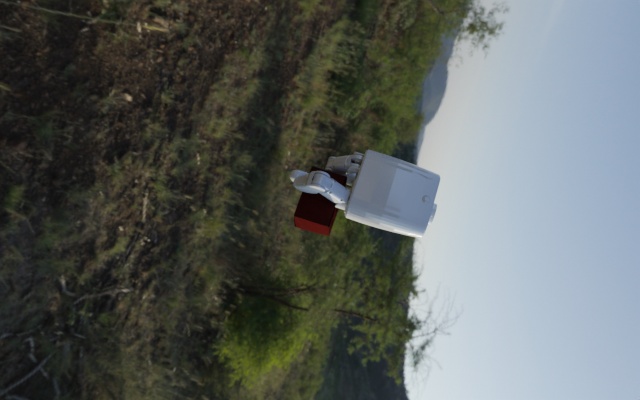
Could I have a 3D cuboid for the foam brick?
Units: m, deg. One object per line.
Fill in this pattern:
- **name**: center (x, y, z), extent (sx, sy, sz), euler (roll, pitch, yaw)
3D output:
- **foam brick**: center (0.000, 0.002, 0.658), extent (0.051, 0.078, 0.053), euler (18, -17, 5)
